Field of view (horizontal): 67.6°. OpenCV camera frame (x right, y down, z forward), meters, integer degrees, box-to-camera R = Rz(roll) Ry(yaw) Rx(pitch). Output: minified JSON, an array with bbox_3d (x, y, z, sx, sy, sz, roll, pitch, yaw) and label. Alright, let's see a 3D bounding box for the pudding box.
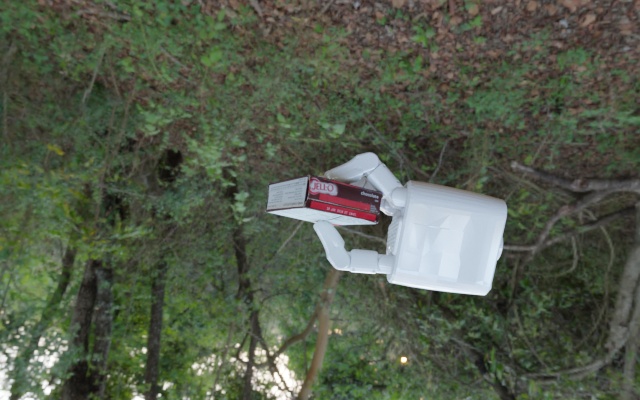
[{"bbox_3d":[0.000,0.002,0.527,0.090,0.039,0.113,14,-11,-26],"label":"pudding box"}]
